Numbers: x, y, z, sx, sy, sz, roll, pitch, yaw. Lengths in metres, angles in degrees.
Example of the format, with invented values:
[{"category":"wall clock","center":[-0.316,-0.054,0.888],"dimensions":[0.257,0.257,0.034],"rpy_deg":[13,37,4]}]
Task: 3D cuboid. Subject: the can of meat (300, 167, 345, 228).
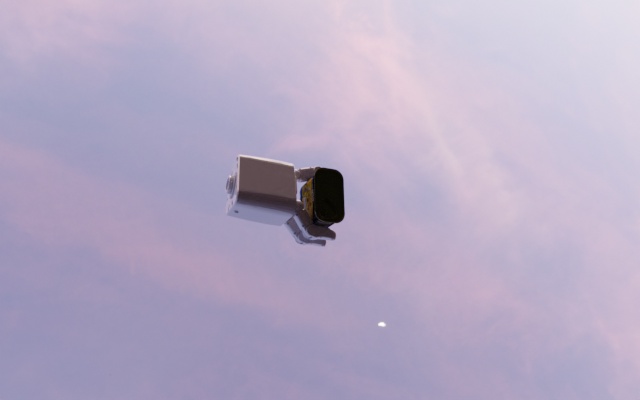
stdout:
[{"category":"can of meat","center":[0.000,0.003,0.874],"dimensions":[0.057,0.102,0.084],"rpy_deg":[7,-21,-22]}]
